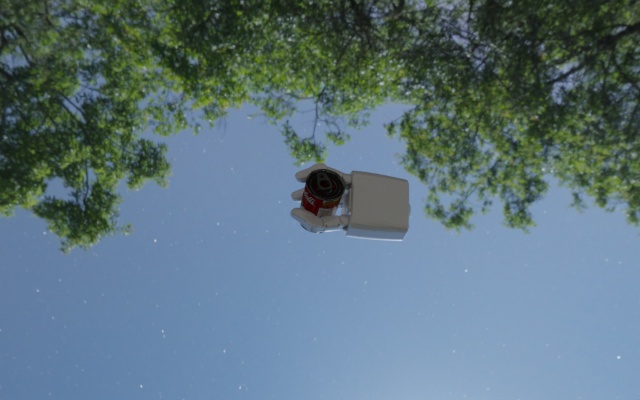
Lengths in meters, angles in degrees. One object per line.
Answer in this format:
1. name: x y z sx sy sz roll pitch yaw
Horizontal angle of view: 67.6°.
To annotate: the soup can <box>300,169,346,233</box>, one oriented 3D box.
1. soup can: 0.000 0.003 0.840 0.068 0.068 0.102 0 -37 -13
